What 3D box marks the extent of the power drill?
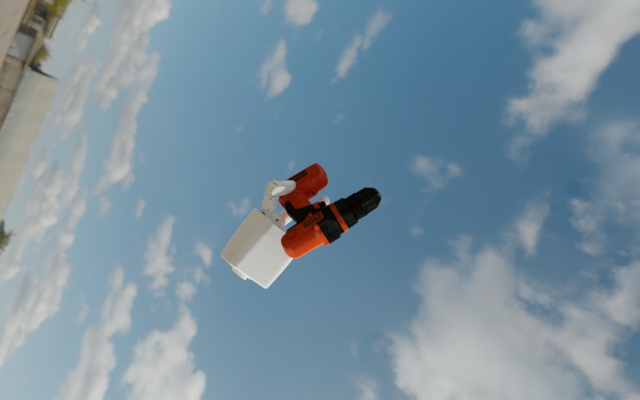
[{"bbox_3d":[0.000,0.003,0.848,0.184,0.057,0.187,-30,31,0],"label":"power drill"}]
